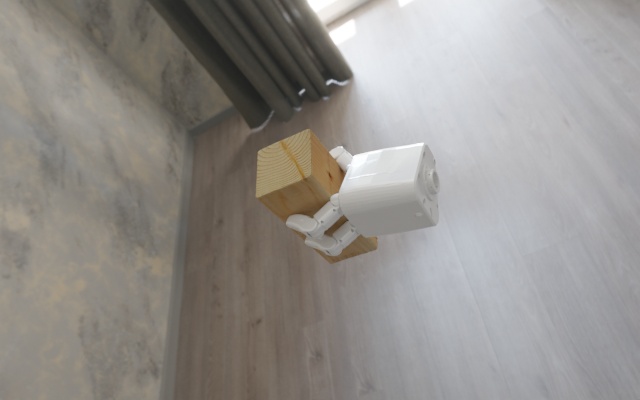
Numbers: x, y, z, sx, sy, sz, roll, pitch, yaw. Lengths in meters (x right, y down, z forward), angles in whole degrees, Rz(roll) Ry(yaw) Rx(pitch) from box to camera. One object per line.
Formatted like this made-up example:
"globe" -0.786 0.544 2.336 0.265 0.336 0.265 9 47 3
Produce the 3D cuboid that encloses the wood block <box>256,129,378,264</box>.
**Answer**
"wood block" 0.000 0.002 0.717 0.090 0.090 0.206 -21 -42 22
